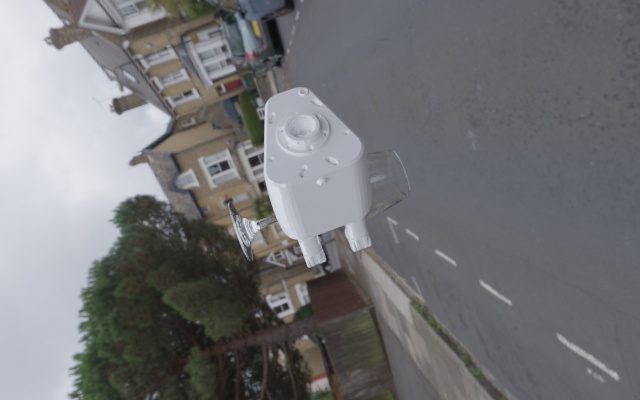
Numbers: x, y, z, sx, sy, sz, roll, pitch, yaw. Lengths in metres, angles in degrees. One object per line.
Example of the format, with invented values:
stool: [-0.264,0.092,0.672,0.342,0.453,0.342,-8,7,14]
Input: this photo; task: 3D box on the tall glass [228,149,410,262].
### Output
tall glass: [-0.001,0.002,0.559,0.201,0.079,0.079,-20,1,-4]
